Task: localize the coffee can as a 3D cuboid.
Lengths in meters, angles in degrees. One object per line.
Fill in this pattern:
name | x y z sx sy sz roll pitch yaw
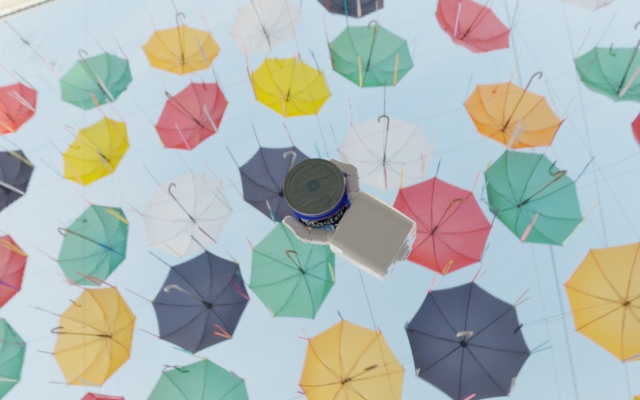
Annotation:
coffee can | 0.000 0.003 0.846 0.103 0.102 0.140 0 -24 11
